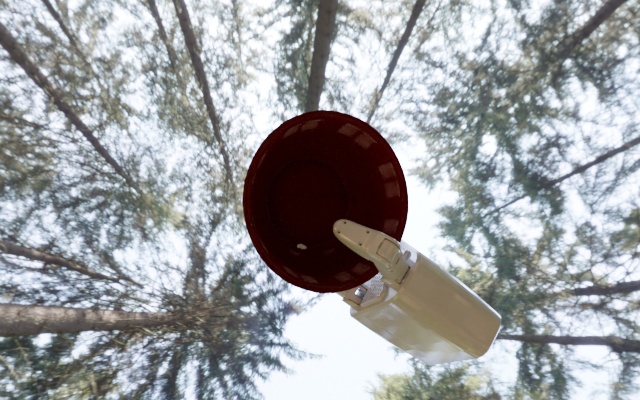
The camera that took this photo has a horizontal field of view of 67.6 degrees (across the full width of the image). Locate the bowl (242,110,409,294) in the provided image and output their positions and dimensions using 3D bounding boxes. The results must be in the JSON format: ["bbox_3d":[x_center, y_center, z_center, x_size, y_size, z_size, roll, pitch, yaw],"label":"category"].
[{"bbox_3d":[-0.001,0.000,0.444,0.162,0.162,0.055,0,-1,-24],"label":"bowl"}]
